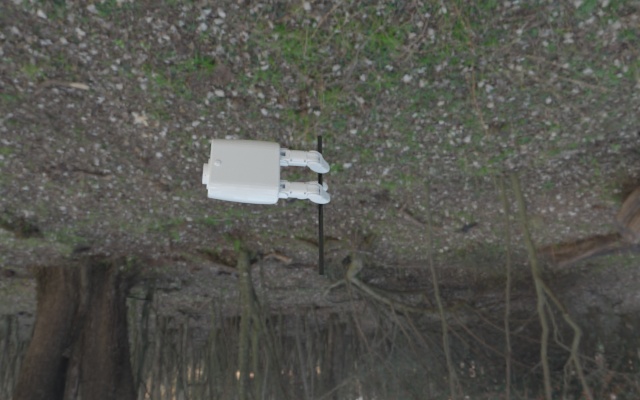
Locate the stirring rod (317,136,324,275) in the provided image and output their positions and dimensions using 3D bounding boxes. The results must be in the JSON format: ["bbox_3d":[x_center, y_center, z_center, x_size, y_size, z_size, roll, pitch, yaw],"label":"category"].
[{"bbox_3d":[0.000,0.003,0.792,0.011,0.239,0.011,-1,-19,0],"label":"stirring rod"}]
